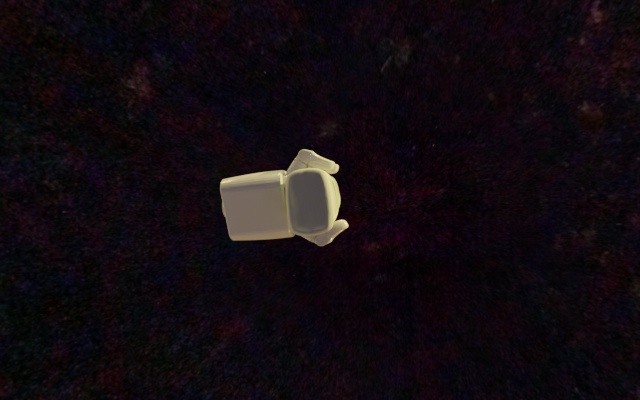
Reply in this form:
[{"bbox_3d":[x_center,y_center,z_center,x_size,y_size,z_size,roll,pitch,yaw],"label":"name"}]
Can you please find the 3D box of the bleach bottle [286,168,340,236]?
[{"bbox_3d":[0.000,0.003,0.809,0.068,0.102,0.251,-6,-2,8],"label":"bleach bottle"}]
